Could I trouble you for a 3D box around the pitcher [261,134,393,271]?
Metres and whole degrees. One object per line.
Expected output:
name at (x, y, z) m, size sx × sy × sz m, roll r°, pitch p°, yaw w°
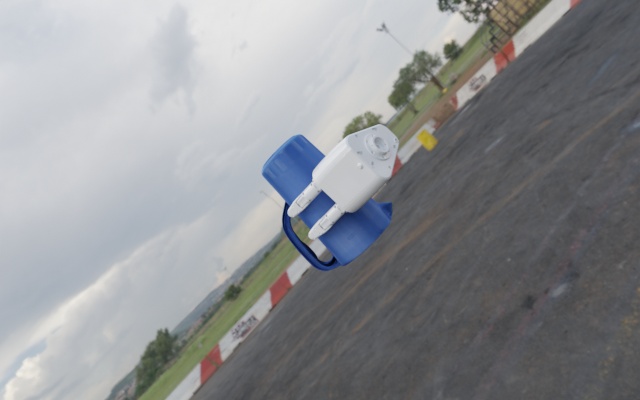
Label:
pitcher at (0.000, 0.003, 0.894) m, size 0.149 × 0.243 × 0.145 m, roll -45°, pitch 0°, yaw -43°
